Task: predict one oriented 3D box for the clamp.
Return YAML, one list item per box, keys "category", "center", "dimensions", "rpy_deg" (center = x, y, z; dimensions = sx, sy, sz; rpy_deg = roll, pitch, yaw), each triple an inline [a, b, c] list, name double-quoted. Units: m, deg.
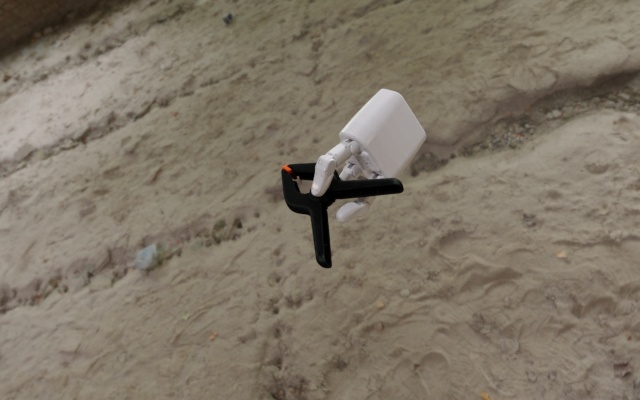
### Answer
- category: "clamp"
  center: [0.000, 0.002, 0.723]
  dimensions: [0.210, 0.164, 0.036]
  rpy_deg: [27, -20, 41]
